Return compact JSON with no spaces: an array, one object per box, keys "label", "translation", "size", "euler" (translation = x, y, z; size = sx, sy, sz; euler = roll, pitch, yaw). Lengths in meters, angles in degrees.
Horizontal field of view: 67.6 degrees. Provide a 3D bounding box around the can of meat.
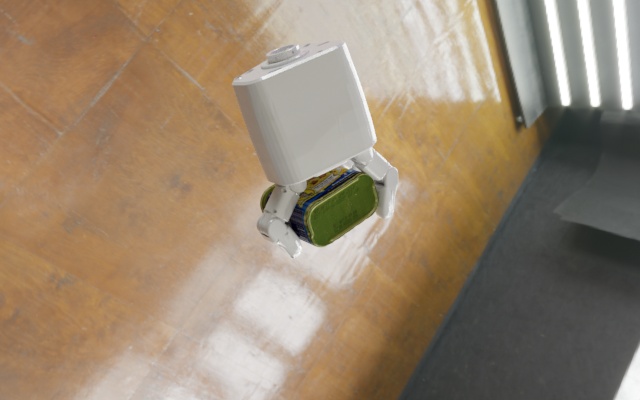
[{"label":"can of meat","translation":[0.000,0.002,0.521],"size":[0.102,0.057,0.084],"euler":[-33,29,-28]}]
